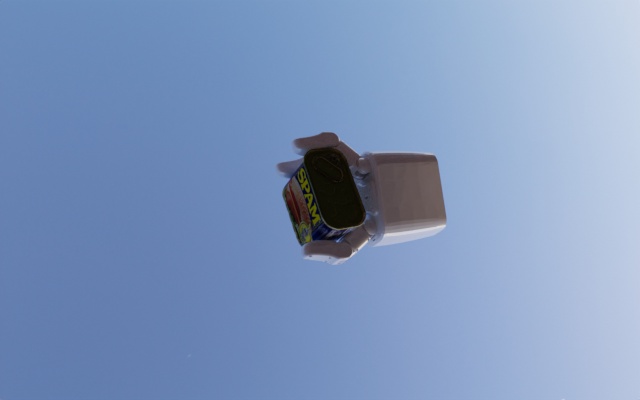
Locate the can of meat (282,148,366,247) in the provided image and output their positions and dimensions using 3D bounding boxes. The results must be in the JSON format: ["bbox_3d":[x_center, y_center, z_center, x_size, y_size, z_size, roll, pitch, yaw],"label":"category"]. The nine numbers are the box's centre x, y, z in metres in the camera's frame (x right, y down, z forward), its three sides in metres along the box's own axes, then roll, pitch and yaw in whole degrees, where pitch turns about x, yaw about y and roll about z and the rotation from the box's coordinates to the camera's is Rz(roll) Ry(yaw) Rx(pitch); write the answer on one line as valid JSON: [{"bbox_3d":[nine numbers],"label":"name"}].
[{"bbox_3d":[0.000,0.002,0.573,0.057,0.102,0.084,-8,-21,-29],"label":"can of meat"}]
